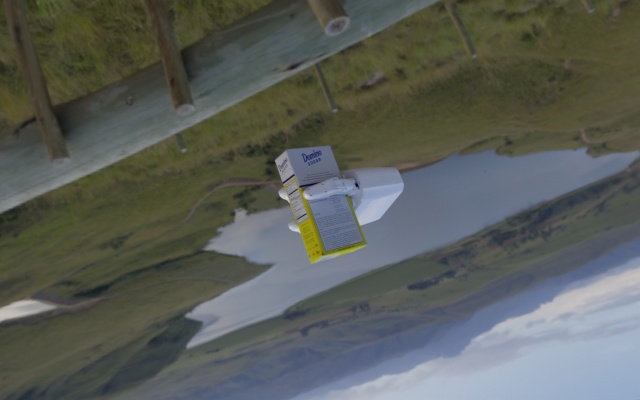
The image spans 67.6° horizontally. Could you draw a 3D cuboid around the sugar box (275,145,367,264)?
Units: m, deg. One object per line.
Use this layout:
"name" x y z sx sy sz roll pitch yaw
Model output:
"sugar box" 0.000 0.003 0.755 0.093 0.176 0.048 -10 -17 -39
